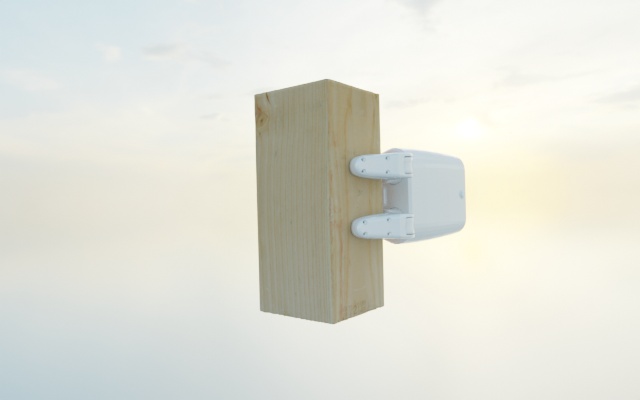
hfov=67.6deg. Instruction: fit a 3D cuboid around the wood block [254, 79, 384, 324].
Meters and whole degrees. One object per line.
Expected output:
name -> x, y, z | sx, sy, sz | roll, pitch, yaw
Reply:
wood block -> 0.000, 0.001, 0.459 | 0.091, 0.206, 0.090 | -1, 0, 39
